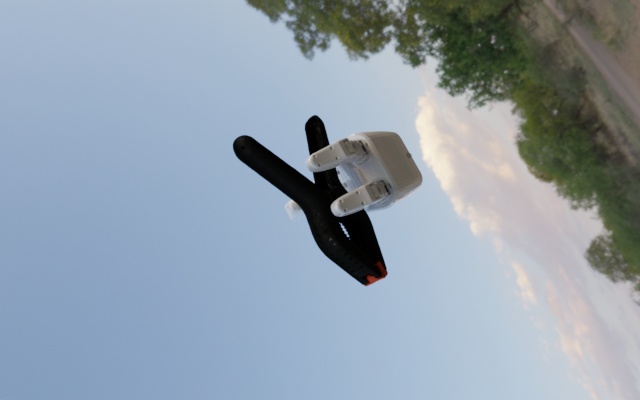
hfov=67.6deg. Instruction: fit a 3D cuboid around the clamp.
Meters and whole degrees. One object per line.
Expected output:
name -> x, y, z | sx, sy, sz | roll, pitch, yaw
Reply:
clamp -> 0.000, 0.002, 0.517 | 0.036, 0.210, 0.164 | -33, -7, 33
